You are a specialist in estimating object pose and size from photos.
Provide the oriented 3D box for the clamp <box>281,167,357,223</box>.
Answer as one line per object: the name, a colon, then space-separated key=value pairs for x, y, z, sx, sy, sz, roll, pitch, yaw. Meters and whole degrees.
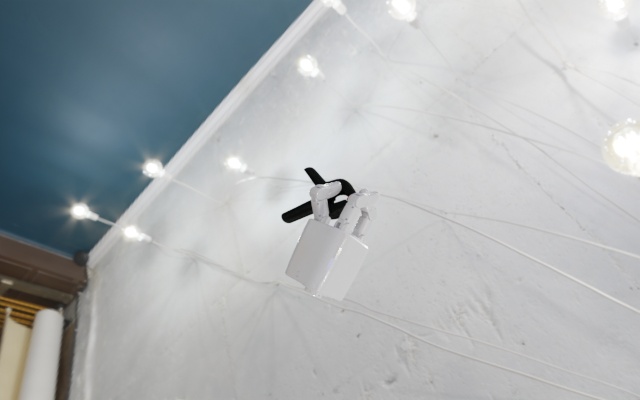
clamp: x=0.001 y=0.003 z=0.868 sx=0.039 sy=0.120 sz=0.171 roll=32 pitch=-9 yaw=-39
